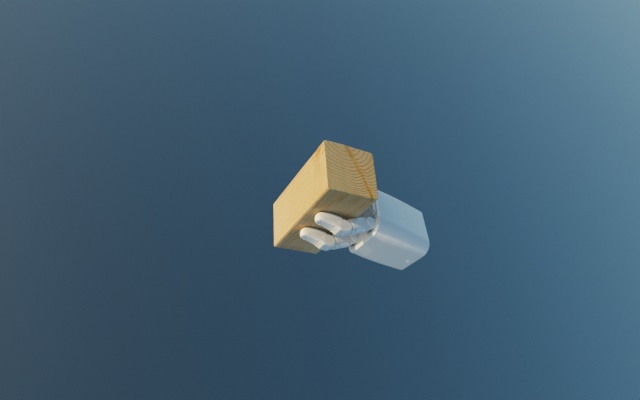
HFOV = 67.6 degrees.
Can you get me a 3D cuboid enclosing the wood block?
[{"bbox_3d":[0.001,0.002,0.800,0.090,0.090,0.206,12,-35,-24],"label":"wood block"}]
